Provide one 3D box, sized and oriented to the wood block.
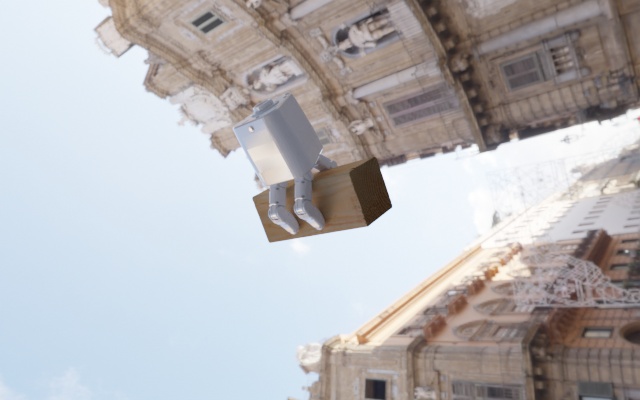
[{"bbox_3d":[0.000,0.002,0.790,0.206,0.090,0.090,-12,12,38],"label":"wood block"}]
